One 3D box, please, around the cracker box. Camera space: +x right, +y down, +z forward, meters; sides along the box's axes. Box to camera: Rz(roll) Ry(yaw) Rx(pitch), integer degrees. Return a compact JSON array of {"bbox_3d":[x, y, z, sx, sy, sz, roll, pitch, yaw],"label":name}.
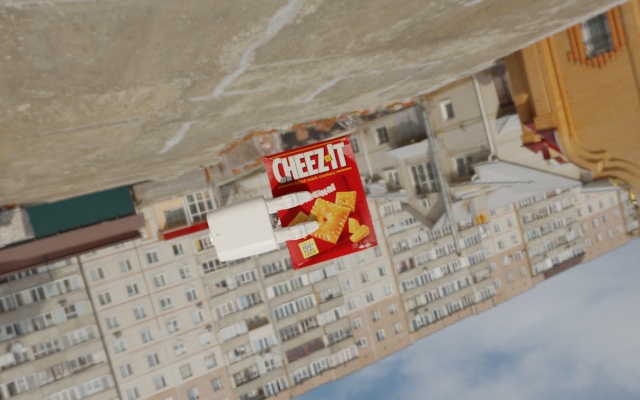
[{"bbox_3d":[0.000,0.003,0.882,0.164,0.214,0.072,-15,3,-4],"label":"cracker box"}]
